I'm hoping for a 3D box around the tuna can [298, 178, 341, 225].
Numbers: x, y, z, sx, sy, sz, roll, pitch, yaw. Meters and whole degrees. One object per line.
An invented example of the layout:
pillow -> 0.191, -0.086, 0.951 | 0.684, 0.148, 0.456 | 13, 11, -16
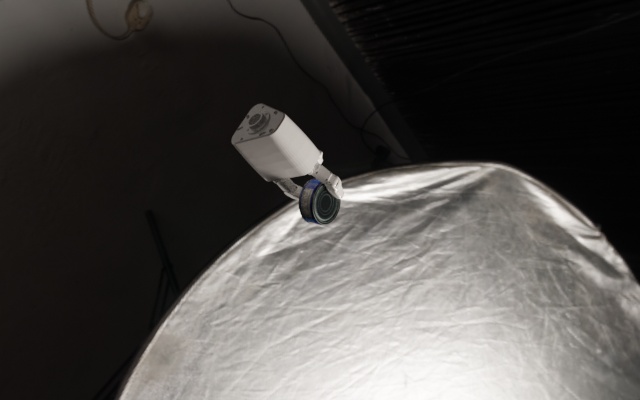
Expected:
tuna can -> 0.001, 0.003, 0.886 | 0.034, 0.086, 0.086 | 8, 5, 39
